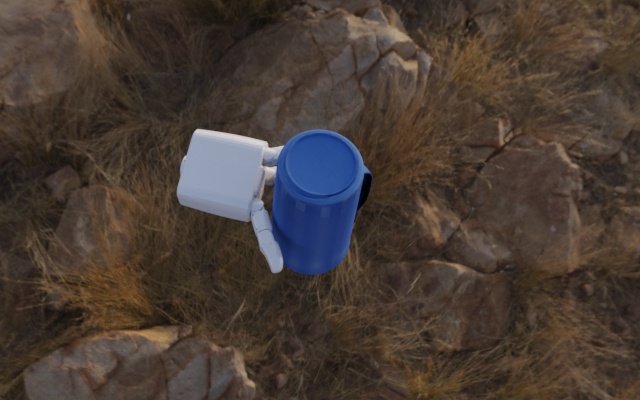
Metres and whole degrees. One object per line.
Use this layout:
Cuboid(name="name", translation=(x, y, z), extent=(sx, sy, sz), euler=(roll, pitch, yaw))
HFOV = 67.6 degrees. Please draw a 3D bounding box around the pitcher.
Cuboid(name="pitcher", translation=(0.000, 0.002, 0.685), extent=(0.145, 0.149, 0.243), euler=(12, -26, 1))
